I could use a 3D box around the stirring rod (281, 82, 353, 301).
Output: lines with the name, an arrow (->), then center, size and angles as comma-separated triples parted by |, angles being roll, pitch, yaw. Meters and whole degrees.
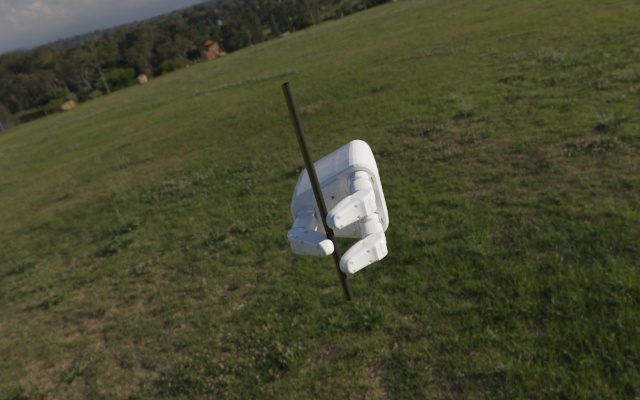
stirring rod -> 0.000, 0.002, 0.474 | 0.011, 0.240, 0.011 | -14, 24, 6
